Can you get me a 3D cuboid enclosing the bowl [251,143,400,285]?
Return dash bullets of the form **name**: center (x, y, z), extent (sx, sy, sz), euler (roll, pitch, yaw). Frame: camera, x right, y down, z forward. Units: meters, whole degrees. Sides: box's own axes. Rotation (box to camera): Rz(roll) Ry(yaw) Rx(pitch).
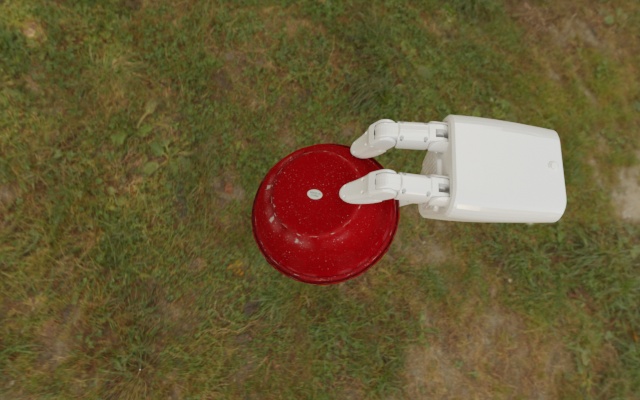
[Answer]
- **bowl**: center (-0.001, 0.002, 0.490), extent (0.162, 0.162, 0.055), euler (0, -21, 9)
